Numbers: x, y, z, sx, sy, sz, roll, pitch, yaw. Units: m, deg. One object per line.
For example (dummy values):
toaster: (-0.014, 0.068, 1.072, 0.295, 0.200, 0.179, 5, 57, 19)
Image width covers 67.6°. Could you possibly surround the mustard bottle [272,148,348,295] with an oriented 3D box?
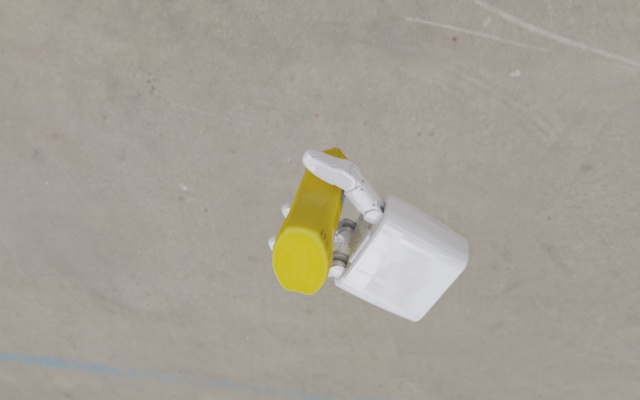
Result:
mustard bottle: (0.000, 0.002, 0.527, 0.058, 0.096, 0.191, 10, 42, 8)
